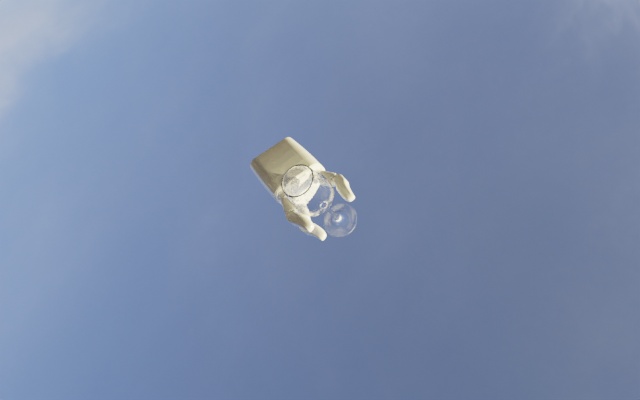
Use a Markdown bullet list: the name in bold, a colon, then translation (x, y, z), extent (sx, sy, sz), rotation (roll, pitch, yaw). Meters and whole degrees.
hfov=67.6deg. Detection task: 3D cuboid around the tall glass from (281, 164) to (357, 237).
- **tall glass**: translation (0.001, 0.003, 0.894), extent (0.079, 0.079, 0.201), rotation (0, -22, 26)
